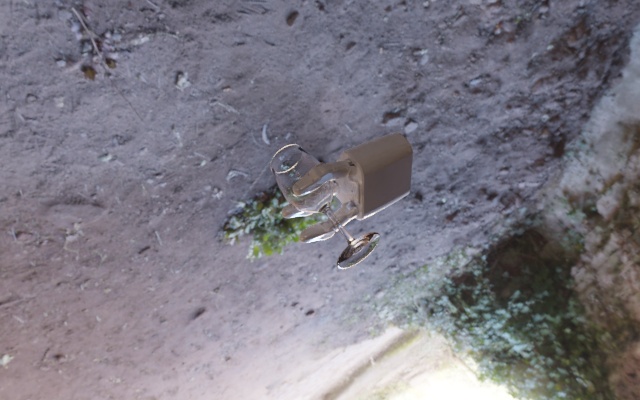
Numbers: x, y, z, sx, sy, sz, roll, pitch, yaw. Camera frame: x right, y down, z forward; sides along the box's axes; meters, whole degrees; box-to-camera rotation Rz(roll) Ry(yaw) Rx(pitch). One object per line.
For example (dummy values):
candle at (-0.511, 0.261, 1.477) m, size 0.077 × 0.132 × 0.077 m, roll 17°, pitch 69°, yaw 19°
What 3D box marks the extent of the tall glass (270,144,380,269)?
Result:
tall glass at (0.000, 0.003, 0.717) m, size 0.079 × 0.079 × 0.201 m, roll 0°, pitch 44°, yaw -49°
